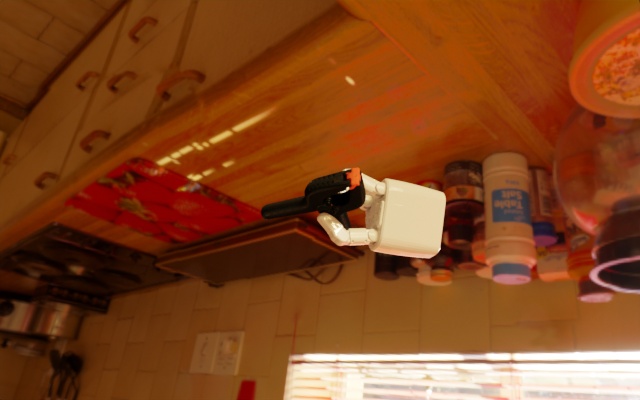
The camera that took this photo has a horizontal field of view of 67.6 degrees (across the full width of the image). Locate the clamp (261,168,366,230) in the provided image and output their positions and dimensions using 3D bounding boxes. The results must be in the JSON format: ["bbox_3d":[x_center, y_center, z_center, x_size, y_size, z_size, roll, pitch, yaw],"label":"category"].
[{"bbox_3d":[0.000,0.003,0.752,0.164,0.036,0.210,9,-25,-14],"label":"clamp"}]
